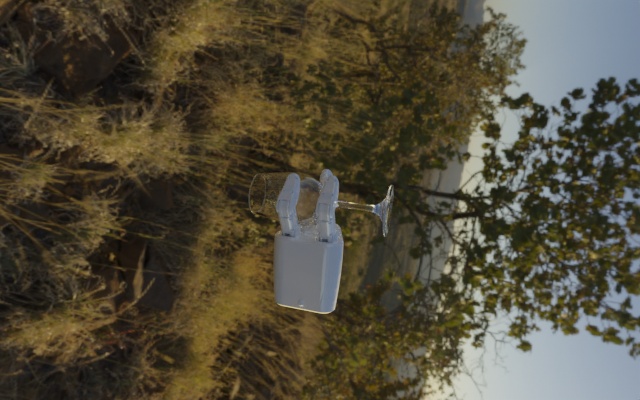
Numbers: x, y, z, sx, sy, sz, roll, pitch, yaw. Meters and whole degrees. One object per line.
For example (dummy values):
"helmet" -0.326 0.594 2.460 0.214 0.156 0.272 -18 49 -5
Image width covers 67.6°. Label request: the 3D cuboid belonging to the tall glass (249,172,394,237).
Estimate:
"tall glass" 0.001 0.002 0.692 0.201 0.079 0.079 8 2 14
